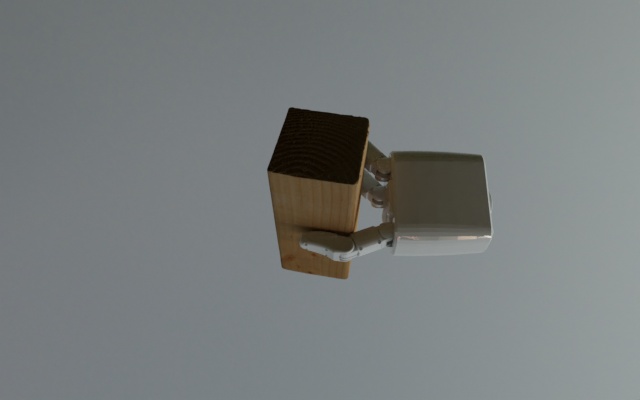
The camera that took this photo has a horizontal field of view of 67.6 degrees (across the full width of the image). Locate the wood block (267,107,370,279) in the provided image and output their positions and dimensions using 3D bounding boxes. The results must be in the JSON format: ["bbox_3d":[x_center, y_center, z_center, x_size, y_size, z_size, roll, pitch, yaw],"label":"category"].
[{"bbox_3d":[0.000,0.002,0.557,0.090,0.090,0.206,9,-34,7],"label":"wood block"}]
